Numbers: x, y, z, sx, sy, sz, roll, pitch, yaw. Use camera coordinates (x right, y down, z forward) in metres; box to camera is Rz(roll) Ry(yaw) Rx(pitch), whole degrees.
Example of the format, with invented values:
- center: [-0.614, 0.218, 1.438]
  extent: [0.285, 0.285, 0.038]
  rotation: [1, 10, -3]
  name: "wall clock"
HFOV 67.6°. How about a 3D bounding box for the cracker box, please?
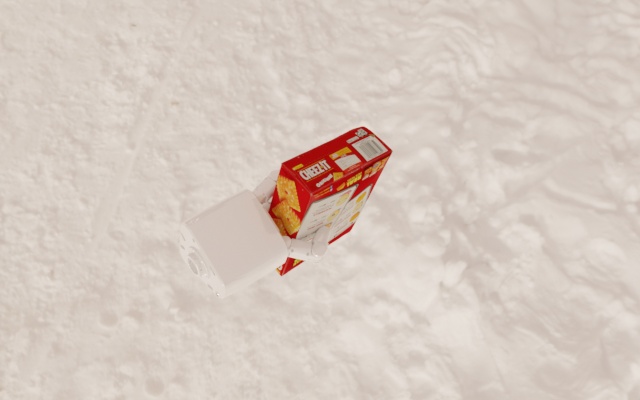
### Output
- center: [0.000, 0.002, 0.730]
  extent: [0.164, 0.072, 0.214]
  rotation: [-30, -23, -34]
  name: "cracker box"
